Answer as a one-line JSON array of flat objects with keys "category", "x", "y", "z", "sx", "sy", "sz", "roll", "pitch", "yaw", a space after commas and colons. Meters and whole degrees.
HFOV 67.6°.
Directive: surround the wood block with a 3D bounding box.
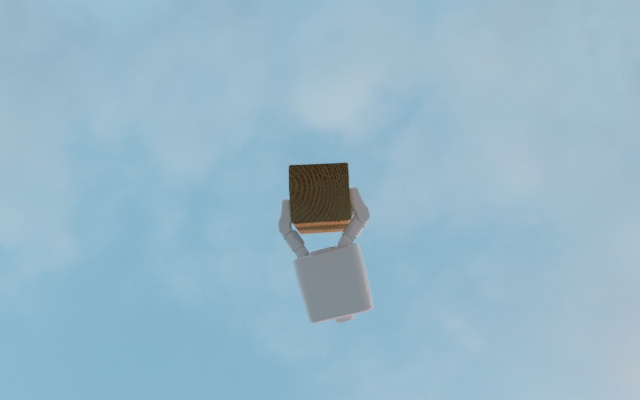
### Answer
[{"category": "wood block", "x": 0.000, "y": 0.003, "z": 0.799, "sx": 0.091, "sy": 0.090, "sz": 0.206, "roll": -3, "pitch": -8, "yaw": 0}]
